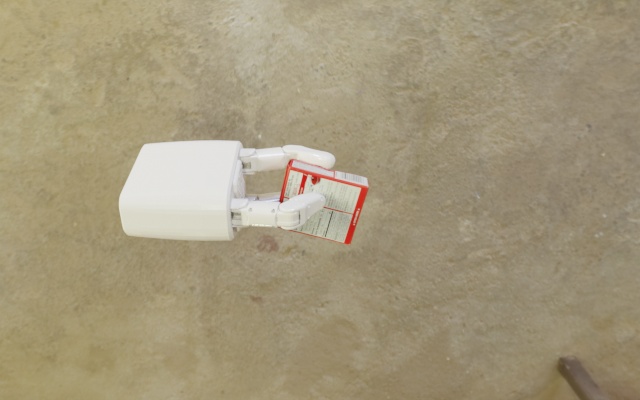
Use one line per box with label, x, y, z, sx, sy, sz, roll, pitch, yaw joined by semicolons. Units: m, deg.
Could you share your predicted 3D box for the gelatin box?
gelatin box;0.000;0.002;0.517;0.089;0.073;0.030;14;24;-3
